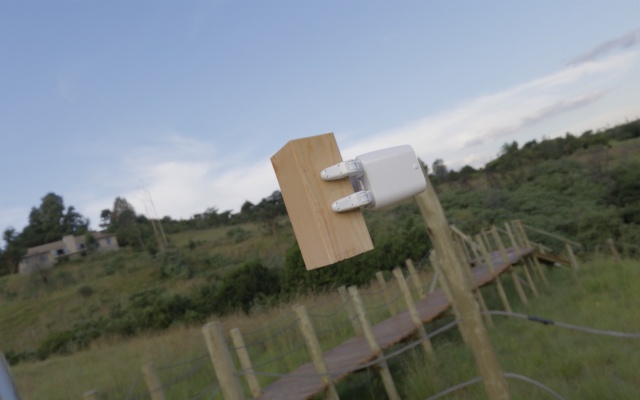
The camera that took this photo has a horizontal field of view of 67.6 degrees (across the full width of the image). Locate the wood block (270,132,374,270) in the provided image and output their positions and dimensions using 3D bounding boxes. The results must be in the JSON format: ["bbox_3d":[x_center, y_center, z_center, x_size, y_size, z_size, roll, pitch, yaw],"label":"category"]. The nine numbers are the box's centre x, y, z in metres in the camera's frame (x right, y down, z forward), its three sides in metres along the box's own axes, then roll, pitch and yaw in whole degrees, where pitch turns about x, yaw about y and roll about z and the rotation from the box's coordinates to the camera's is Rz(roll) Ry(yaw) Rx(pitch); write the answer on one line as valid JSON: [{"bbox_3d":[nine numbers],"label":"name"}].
[{"bbox_3d":[0.000,0.002,0.806,0.090,0.206,0.091,-16,-7,-30],"label":"wood block"}]
